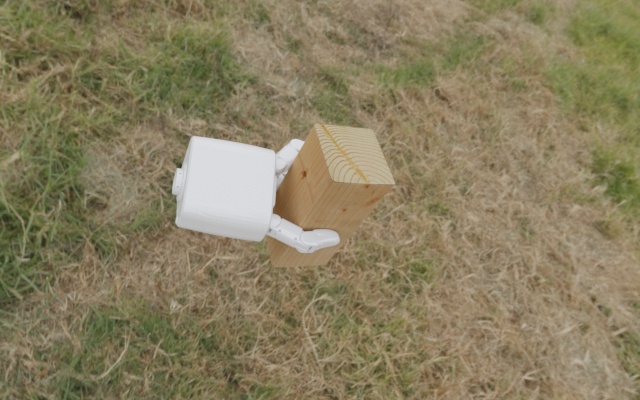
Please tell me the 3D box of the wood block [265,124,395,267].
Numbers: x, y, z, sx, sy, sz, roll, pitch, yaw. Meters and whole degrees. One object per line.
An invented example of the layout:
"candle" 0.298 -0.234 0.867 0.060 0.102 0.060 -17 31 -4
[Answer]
"wood block" 0.000 0.002 0.649 0.090 0.090 0.206 1 -35 -28
